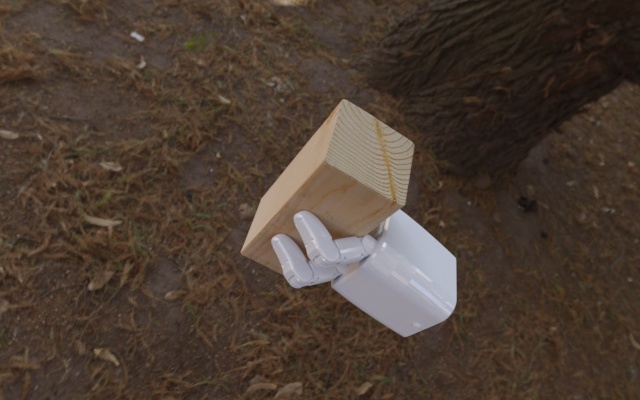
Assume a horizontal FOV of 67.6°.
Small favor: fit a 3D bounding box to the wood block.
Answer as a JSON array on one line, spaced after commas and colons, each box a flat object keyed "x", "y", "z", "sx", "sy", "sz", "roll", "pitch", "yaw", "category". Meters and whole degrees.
[{"x": 0.001, "y": 0.002, "z": 0.525, "sx": 0.090, "sy": 0.090, "sz": 0.206, "roll": 29, "pitch": -40, "yaw": -15, "category": "wood block"}]
